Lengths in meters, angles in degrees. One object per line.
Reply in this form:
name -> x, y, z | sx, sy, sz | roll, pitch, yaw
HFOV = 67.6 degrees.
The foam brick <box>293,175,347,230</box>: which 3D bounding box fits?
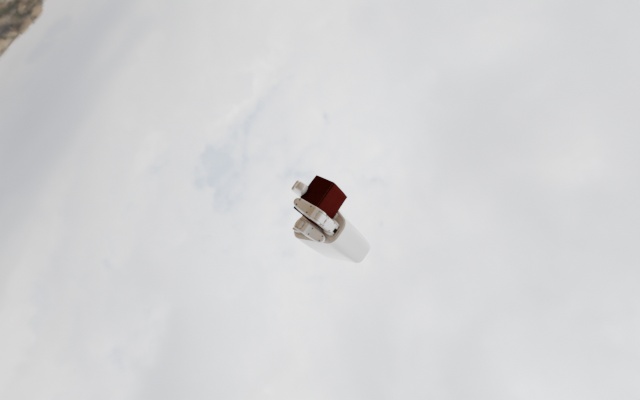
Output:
foam brick -> 0.000, 0.003, 0.871 | 0.053, 0.078, 0.051 | 29, -9, 46
